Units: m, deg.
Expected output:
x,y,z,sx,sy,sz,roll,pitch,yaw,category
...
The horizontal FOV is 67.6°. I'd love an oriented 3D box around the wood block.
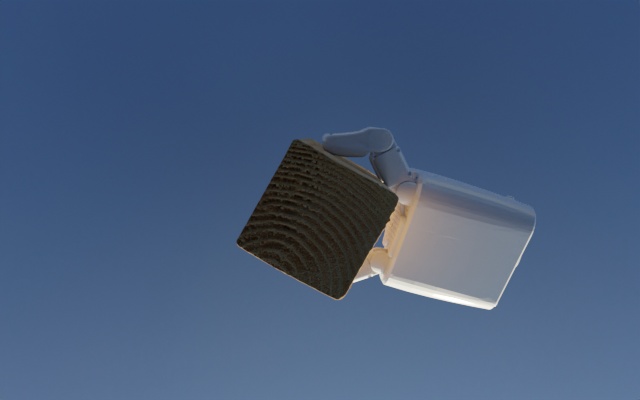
x,y,z,sx,sy,sz,roll,pitch,yaw,category
0.000,0.002,0.441,0.090,0.091,0.206,29,7,-2,wood block
